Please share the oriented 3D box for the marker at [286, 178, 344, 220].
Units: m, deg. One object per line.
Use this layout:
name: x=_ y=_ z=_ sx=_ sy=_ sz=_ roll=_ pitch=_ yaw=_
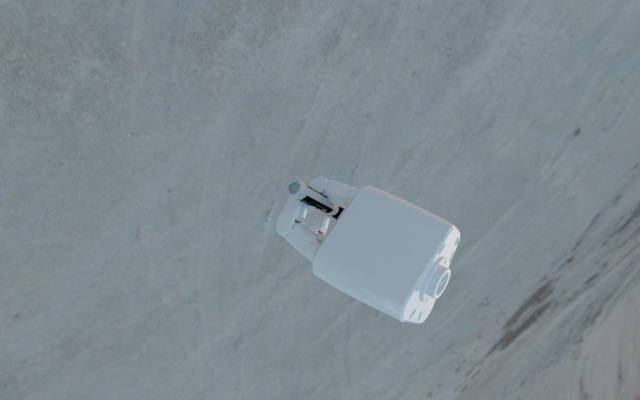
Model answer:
marker: x=0.000 y=0.002 z=0.530 sx=0.020 sy=0.020 sz=0.121 roll=0 pitch=-15 yaw=28
